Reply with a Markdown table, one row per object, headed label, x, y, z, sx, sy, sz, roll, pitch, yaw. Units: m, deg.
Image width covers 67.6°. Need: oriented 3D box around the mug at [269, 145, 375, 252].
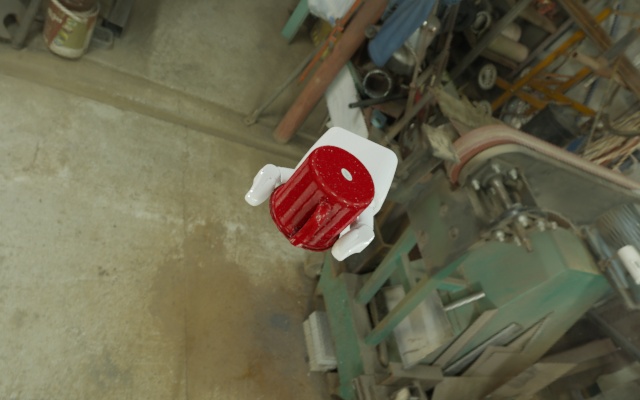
| label | x | y | z | sx | sy | sz | roll | pitch | yaw |
| --- | --- | --- | --- | --- | --- | --- | --- | --- | --- |
| mug | 0.000 | 0.002 | 0.502 | 0.081 | 0.093 | 0.117 | -47 | 7 | 40 |
